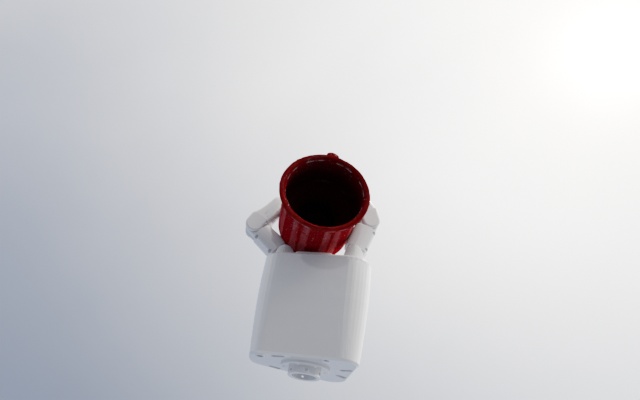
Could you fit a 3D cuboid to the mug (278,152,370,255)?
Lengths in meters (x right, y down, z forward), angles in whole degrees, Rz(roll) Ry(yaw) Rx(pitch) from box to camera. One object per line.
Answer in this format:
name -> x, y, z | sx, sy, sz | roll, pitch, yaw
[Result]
mug -> 0.000, 0.001, 0.519 | 0.093, 0.117, 0.081 | 12, -33, -3
